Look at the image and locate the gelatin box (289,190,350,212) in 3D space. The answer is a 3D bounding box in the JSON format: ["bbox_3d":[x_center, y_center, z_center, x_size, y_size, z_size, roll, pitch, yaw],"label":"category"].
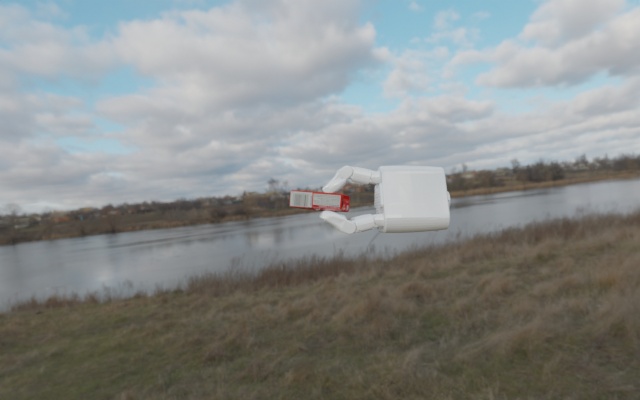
[{"bbox_3d":[0.000,0.002,0.795,0.089,0.030,0.073,4,-2,11],"label":"gelatin box"}]
